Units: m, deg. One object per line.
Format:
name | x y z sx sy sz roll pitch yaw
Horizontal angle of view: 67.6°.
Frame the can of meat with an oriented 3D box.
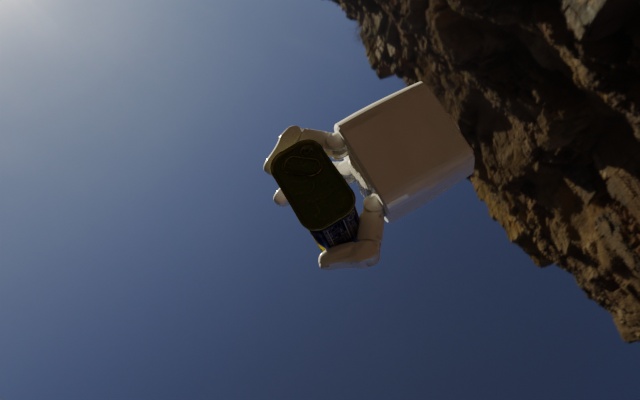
can of meat | 0.000 0.002 0.493 0.057 0.102 0.084 -31 -31 -3
